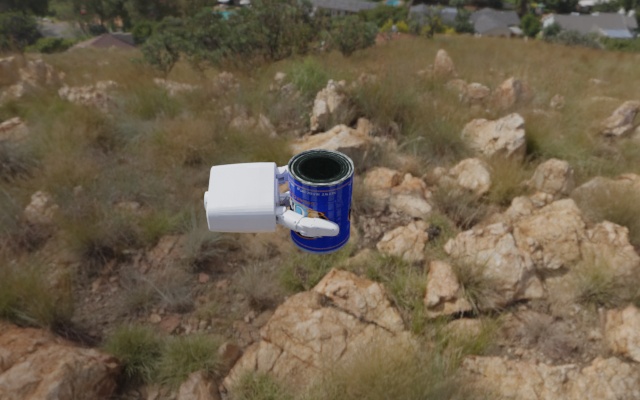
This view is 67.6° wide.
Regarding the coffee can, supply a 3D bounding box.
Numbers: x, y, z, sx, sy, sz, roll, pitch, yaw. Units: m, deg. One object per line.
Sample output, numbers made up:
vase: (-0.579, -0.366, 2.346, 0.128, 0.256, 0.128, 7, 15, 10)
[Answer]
coffee can: (0.000, 0.003, 0.773, 0.103, 0.140, 0.102, 0, 38, 0)
